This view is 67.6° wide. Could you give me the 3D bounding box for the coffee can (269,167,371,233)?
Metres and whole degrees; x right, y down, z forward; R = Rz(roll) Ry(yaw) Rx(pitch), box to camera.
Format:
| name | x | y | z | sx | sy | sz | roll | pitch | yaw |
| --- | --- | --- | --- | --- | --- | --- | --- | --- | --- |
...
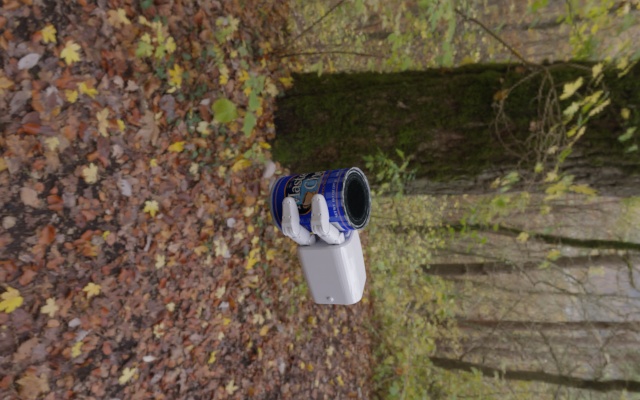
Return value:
| name | x | y | z | sx | sy | sz | roll | pitch | yaw |
| --- | --- | --- | --- | --- | --- | --- | --- | --- | --- |
| coffee can | 0.000 | 0.002 | 0.798 | 0.140 | 0.103 | 0.103 | -5 | -3 | 31 |
